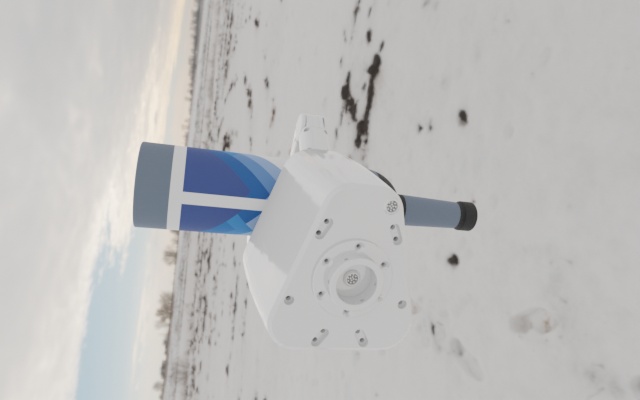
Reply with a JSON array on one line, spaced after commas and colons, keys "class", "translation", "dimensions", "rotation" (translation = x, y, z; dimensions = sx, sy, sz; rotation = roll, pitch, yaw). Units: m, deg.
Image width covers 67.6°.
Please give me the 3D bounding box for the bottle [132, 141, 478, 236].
[{"class": "bottle", "translation": [0.000, 0.001, 0.409], "dimensions": [0.296, 0.069, 0.069], "rotation": [6, -2, -16]}]
